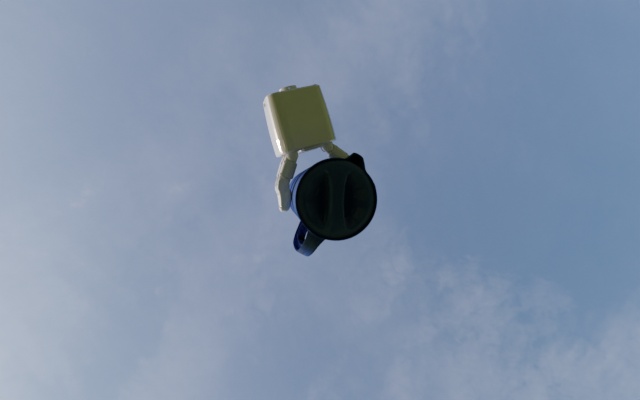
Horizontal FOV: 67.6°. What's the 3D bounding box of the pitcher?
[{"bbox_3d":[0.000,0.003,0.867,0.149,0.145,0.243,-18,5,-9],"label":"pitcher"}]
